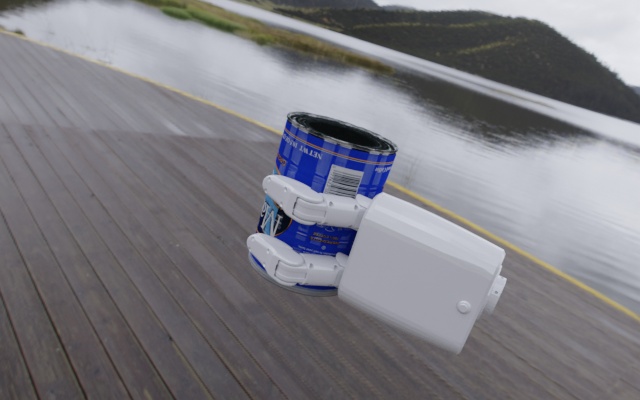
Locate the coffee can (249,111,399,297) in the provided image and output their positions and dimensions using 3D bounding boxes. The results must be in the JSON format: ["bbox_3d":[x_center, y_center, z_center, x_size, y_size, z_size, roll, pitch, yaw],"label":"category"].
[{"bbox_3d":[0.000,0.001,0.441,0.103,0.140,0.102,16,19,-5],"label":"coffee can"}]
